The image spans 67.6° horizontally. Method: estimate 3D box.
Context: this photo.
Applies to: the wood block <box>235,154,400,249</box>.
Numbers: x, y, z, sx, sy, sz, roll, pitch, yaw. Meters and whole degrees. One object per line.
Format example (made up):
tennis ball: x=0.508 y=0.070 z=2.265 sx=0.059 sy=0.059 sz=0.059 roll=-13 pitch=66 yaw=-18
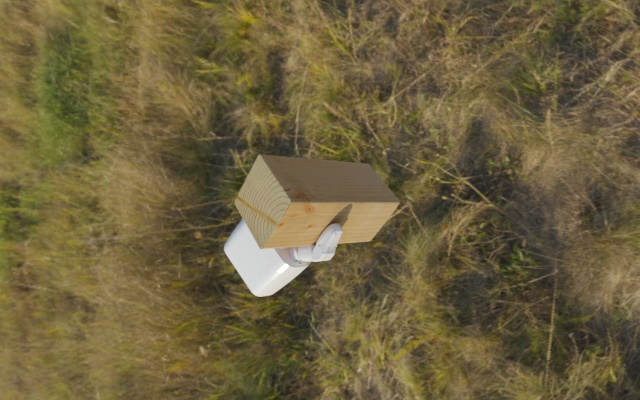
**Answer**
wood block: x=0.000 y=0.003 z=0.672 sx=0.206 sy=0.090 sz=0.090 roll=0 pitch=44 yaw=-43
